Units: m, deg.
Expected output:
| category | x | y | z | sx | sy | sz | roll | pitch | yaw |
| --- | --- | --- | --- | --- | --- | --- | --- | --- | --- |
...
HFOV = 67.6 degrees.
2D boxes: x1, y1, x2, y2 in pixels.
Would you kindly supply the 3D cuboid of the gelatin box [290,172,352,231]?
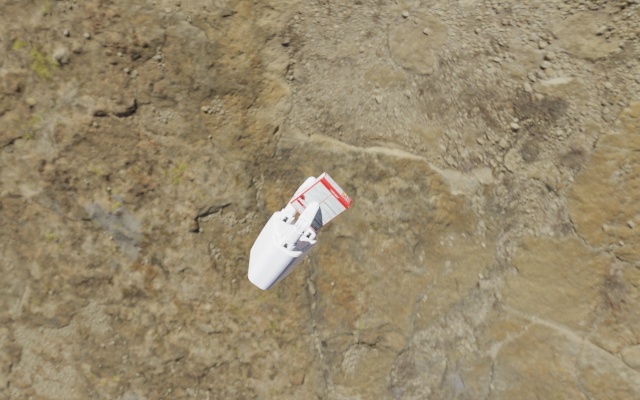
| category | x | y | z | sx | sy | sz | roll | pitch | yaw |
| --- | --- | --- | --- | --- | --- | --- | --- | --- | --- |
| gelatin box | 0.000 | 0.003 | 0.867 | 0.089 | 0.073 | 0.030 | -37 | 12 | 29 |
